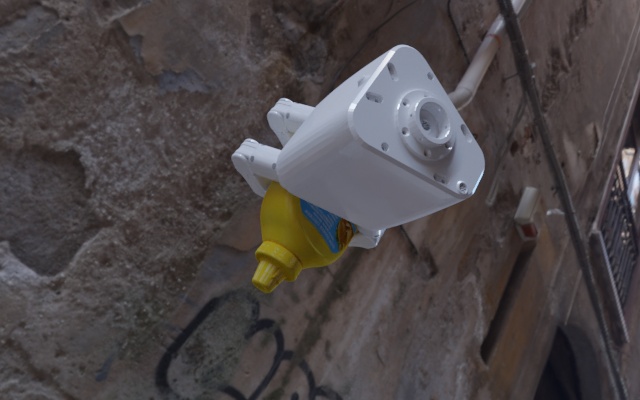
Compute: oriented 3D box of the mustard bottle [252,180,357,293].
[{"bbox_3d":[0.000,0.001,0.433,0.058,0.191,0.096,5,-40,43],"label":"mustard bottle"}]
